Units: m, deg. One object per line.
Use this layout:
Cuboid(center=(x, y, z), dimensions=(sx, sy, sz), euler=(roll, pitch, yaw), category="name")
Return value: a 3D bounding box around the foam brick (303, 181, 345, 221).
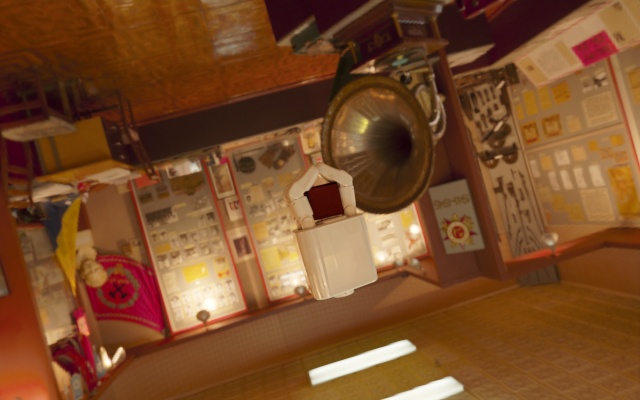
Cuboid(center=(0.000, 0.002, 0.751), dimensions=(0.053, 0.051, 0.078), euler=(-14, 0, -9), category="foam brick")
